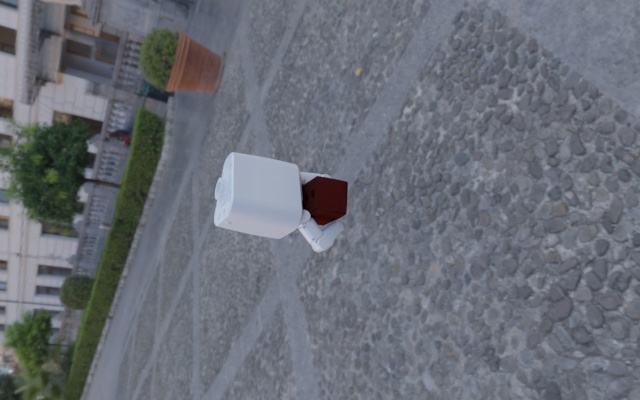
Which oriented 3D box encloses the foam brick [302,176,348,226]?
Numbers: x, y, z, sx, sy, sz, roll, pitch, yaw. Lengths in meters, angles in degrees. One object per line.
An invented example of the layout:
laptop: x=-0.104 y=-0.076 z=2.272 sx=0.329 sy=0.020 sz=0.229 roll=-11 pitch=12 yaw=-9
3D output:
foam brick: x=0.000 y=0.002 z=0.724 sx=0.051 sy=0.053 sz=0.078 roll=12 pitch=-22 yaw=-25
